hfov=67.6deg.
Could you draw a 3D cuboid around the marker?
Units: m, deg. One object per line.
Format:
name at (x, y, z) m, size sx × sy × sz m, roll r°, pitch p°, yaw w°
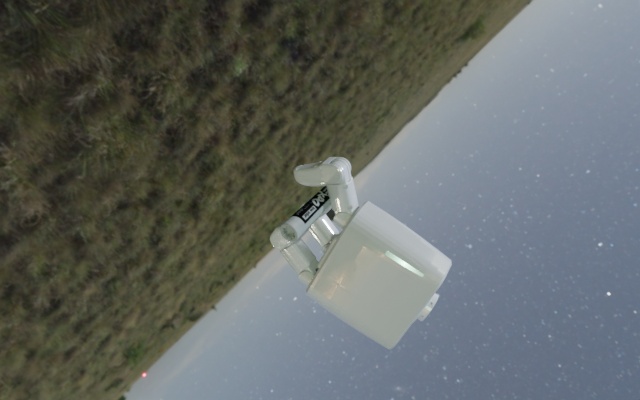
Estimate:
marker at (0.000, 0.002, 0.473) m, size 0.020 × 0.020 × 0.121 m, roll 0°, pitch 27°, yaw 32°
